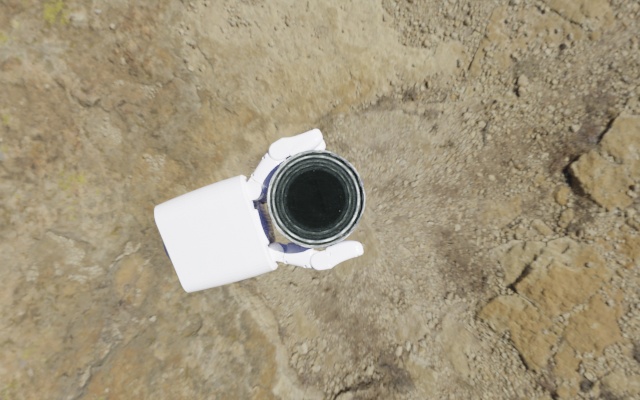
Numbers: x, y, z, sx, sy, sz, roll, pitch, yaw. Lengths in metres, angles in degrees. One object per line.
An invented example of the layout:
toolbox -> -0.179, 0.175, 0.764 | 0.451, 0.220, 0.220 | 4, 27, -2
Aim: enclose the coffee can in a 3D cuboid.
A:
coffee can -> 0.000, 0.002, 0.559 | 0.103, 0.103, 0.140 | 0, -3, 4
